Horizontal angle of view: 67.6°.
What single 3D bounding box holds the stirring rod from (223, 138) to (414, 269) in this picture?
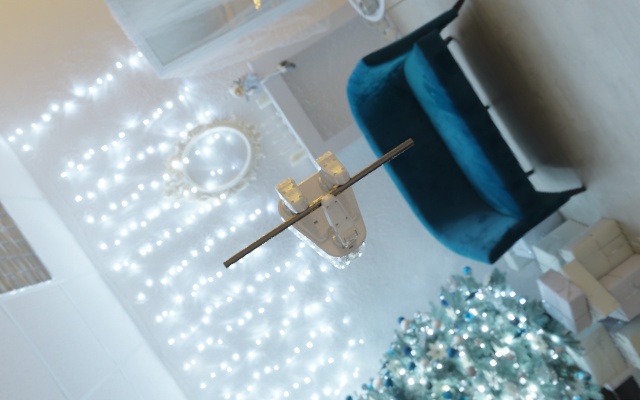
[{"bbox_3d":[0.000,0.002,0.509,0.239,0.011,0.011,-34,4,-6],"label":"stirring rod"}]
